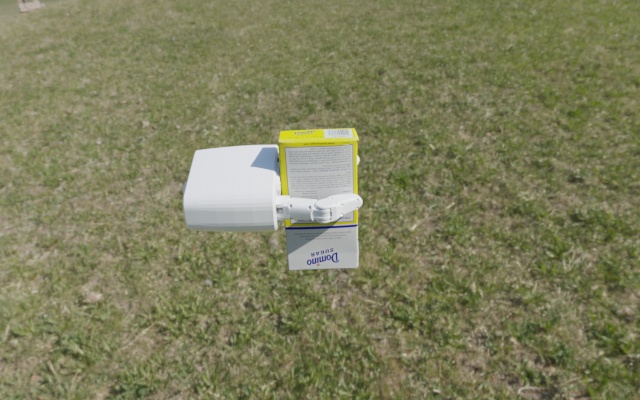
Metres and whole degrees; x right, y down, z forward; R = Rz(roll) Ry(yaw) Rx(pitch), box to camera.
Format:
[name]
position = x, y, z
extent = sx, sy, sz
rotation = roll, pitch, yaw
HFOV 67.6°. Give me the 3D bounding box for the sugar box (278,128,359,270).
[sugar box]
position = 0.000, 0.002, 0.593
extent = 0.093, 0.176, 0.048
rotation = -2, 28, 0
